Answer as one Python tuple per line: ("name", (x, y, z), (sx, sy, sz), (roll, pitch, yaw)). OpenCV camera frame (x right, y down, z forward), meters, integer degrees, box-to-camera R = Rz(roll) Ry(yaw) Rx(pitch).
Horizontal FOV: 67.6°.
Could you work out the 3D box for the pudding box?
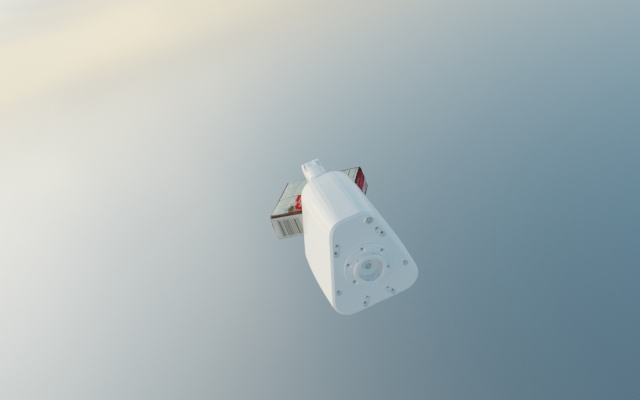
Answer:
("pudding box", (0.000, 0.002, 0.623), (0.113, 0.039, 0.090), (-10, 29, 20))
